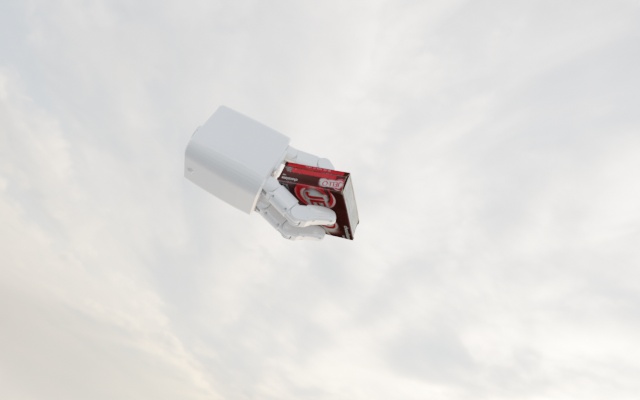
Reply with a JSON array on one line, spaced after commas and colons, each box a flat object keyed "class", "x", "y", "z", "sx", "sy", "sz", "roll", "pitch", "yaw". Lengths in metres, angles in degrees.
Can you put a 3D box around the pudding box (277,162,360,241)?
[{"class": "pudding box", "x": 0.000, "y": 0.002, "z": 0.631, "sx": 0.090, "sy": 0.039, "sz": 0.114, "roll": 12, "pitch": -30, "yaw": 21}]
